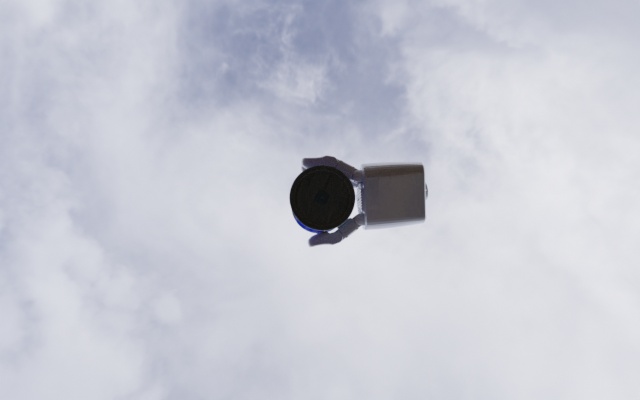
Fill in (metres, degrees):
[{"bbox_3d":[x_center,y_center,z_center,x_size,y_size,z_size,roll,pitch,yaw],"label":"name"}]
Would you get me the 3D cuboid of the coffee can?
[{"bbox_3d":[0.000,0.003,0.806,0.103,0.103,0.140,0,-6,-3],"label":"coffee can"}]
